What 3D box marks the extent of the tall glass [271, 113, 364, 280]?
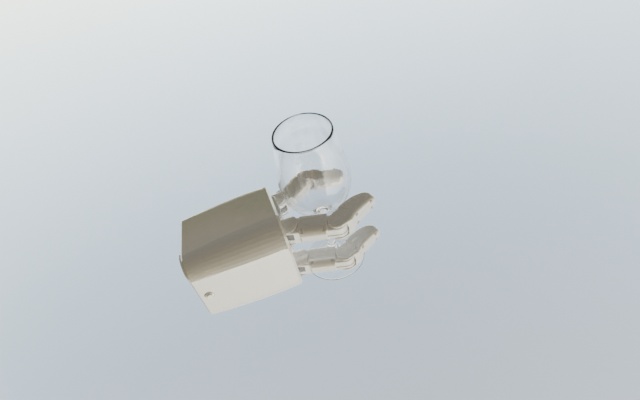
[{"bbox_3d":[0.000,0.002,0.531,0.079,0.079,0.201,0,-43,14],"label":"tall glass"}]
